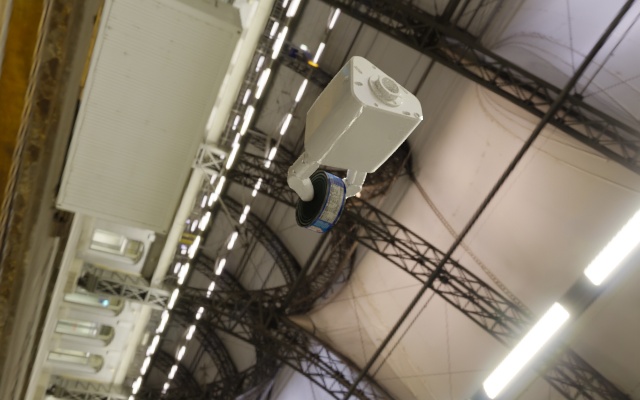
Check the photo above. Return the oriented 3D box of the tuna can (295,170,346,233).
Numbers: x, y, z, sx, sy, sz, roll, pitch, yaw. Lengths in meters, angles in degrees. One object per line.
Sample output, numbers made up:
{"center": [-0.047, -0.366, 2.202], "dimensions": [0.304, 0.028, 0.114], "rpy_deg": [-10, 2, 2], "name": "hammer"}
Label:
{"center": [0.001, 0.002, 0.679], "dimensions": [0.034, 0.086, 0.086], "rpy_deg": [22, -10, -26], "name": "tuna can"}
